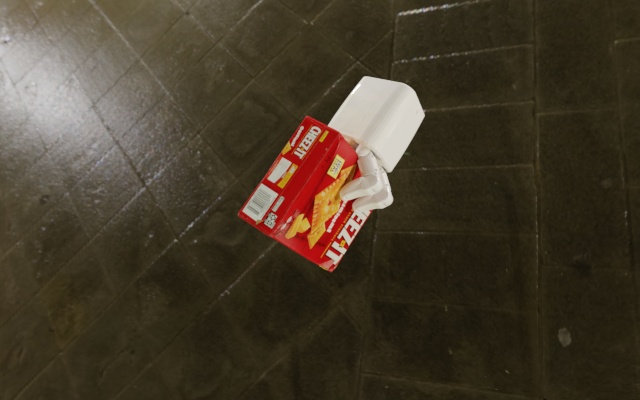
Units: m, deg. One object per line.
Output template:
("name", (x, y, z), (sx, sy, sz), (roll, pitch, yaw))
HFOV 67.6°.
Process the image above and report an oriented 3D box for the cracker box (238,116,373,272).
("cracker box", (0.000, 0.002, 0.704), (0.072, 0.164, 0.214), (32, -5, 31))
